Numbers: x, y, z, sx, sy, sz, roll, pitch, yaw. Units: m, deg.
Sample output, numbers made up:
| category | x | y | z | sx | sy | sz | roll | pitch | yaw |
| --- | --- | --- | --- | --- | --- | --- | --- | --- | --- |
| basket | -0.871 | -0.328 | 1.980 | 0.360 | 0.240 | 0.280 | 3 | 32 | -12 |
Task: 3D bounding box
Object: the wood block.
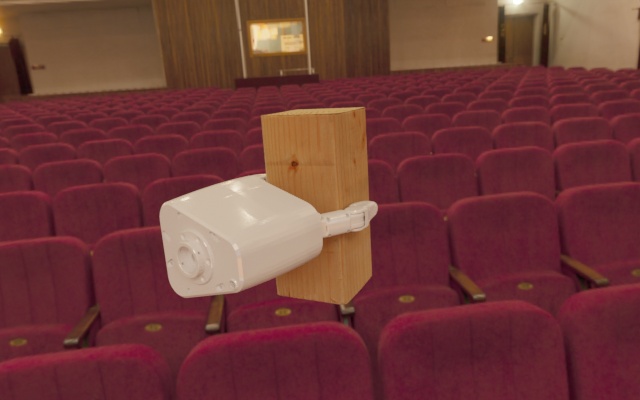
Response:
| category | x | y | z | sx | sy | sz | roll | pitch | yaw |
| --- | --- | --- | --- | --- | --- | --- | --- | --- | --- |
| wood block | 0.000 | 0.002 | 0.548 | 0.091 | 0.206 | 0.090 | 3 | 16 | 26 |
